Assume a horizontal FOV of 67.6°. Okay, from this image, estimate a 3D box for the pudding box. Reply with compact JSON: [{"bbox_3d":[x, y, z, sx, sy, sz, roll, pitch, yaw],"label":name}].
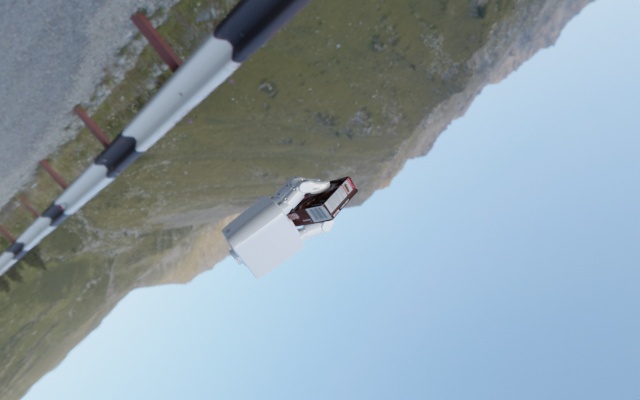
[{"bbox_3d":[0.000,0.003,0.868,0.113,0.039,0.090,-10,30,47],"label":"pudding box"}]
